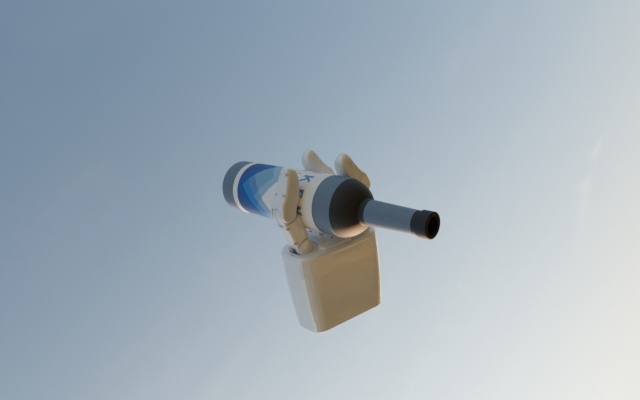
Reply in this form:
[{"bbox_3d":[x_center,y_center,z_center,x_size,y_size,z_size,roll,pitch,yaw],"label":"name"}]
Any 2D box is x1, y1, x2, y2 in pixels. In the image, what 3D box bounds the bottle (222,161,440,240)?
[{"bbox_3d":[0.000,0.002,0.547,0.295,0.069,0.069,12,8,43],"label":"bottle"}]
